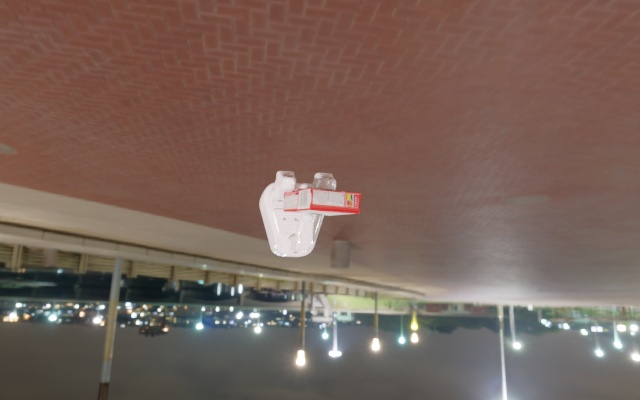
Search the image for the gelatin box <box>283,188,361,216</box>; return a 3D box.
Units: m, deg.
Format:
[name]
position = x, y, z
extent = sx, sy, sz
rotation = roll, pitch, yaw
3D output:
[gelatin box]
position = 0.000, 0.003, 0.633
extent = 0.073, 0.030, 0.089
rotation = 6, -5, -26
